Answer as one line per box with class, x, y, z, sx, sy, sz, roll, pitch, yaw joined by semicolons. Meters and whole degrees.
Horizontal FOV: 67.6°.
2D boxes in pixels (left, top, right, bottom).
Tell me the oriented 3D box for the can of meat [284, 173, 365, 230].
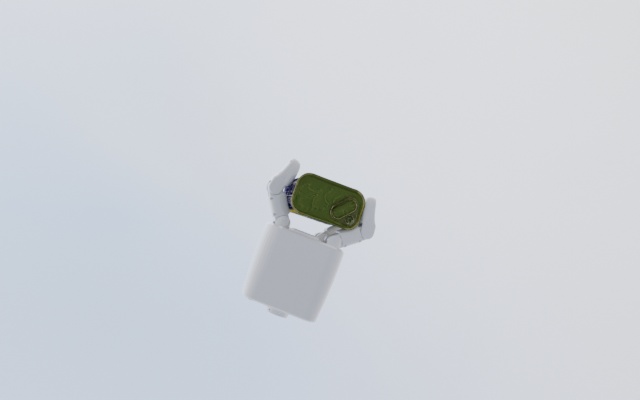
can of meat;0.000;0.002;0.679;0.102;0.057;0.084;20;-6;-16
